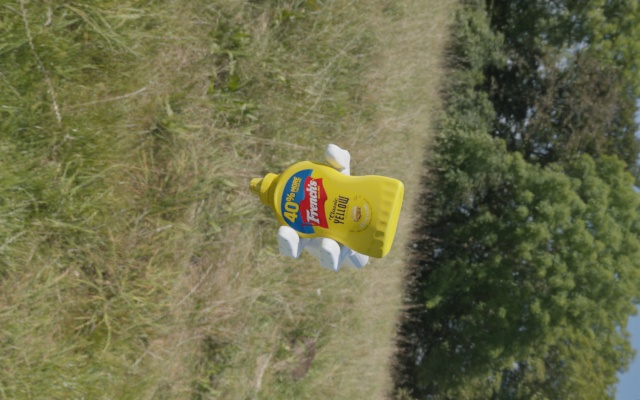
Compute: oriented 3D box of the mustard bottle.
[{"bbox_3d":[0.000,0.002,0.593,0.191,0.096,0.058,14,9,17],"label":"mustard bottle"}]
